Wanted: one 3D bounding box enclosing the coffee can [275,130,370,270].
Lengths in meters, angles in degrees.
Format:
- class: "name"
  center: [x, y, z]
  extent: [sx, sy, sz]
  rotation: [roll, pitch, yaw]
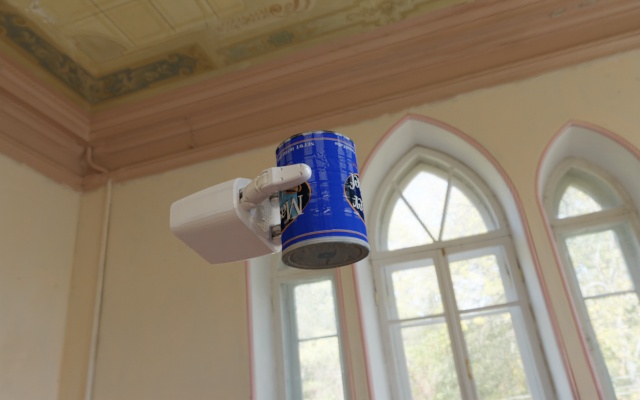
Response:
- class: "coffee can"
  center: [0.000, 0.002, 0.578]
  extent: [0.103, 0.140, 0.103]
  rotation: [-5, -24, -2]
